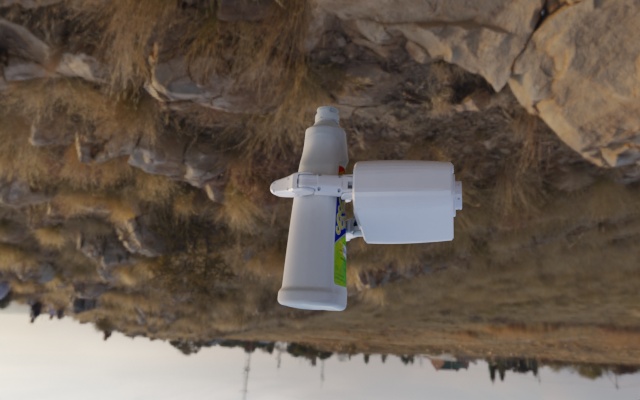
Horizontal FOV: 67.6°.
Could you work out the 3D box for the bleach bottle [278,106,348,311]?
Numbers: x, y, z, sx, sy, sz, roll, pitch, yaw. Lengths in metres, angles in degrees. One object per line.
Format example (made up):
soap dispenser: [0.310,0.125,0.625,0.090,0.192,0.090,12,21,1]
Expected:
bleach bottle: [0.000,0.002,0.577,0.068,0.250,0.102,-1,-16,15]
